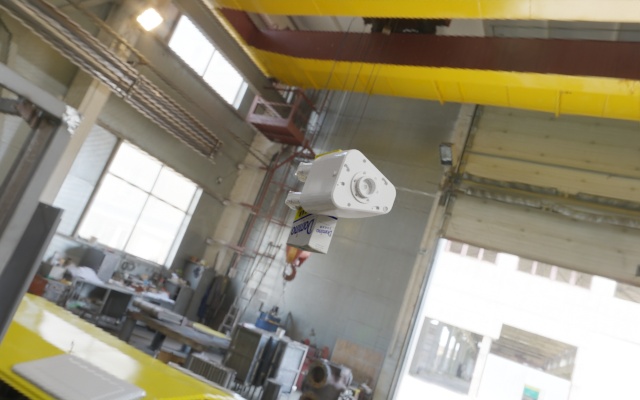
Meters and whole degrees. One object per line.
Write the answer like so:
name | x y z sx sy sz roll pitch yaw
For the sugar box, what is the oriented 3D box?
sugar box | 0.000 0.002 0.838 0.048 0.176 0.093 26 -14 -24
